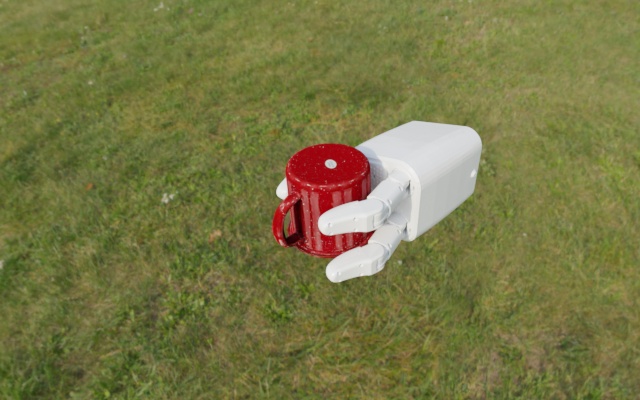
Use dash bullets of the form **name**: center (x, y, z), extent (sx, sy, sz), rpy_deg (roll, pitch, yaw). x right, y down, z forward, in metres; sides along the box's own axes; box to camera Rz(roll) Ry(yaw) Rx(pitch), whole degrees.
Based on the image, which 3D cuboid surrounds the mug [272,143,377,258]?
- **mug**: center (-0.001, 0.002, 0.468), extent (0.117, 0.082, 0.093), rpy_deg (-30, 44, -29)
